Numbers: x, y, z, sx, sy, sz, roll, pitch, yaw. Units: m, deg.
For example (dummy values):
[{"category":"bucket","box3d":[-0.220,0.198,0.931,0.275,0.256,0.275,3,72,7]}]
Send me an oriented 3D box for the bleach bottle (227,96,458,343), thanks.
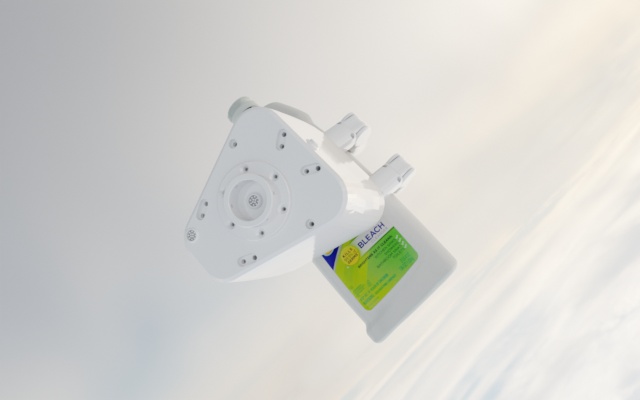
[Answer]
[{"category":"bleach bottle","box3d":[0.000,0.001,0.438,0.250,0.102,0.068,45,10,14]}]
